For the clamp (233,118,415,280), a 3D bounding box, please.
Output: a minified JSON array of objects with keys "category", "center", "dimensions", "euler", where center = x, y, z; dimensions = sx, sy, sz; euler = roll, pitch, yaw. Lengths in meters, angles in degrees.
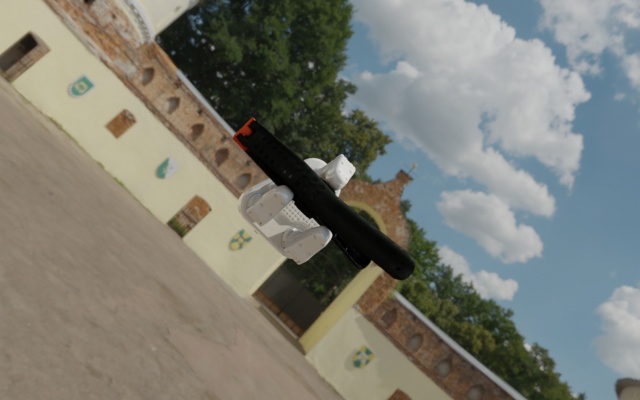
[{"category":"clamp","center":[0.000,0.001,0.468],"dimensions":[0.210,0.036,0.164],"euler":[46,-10,-9]}]
